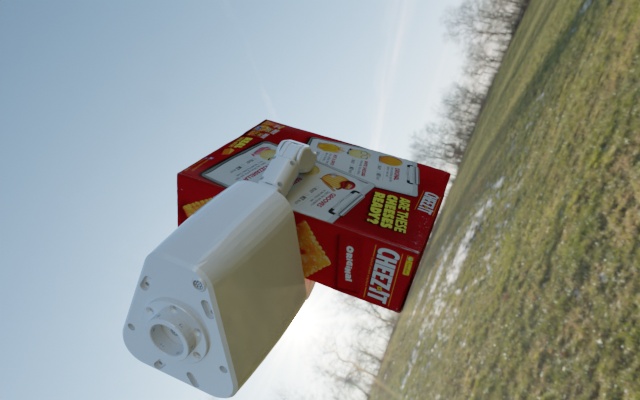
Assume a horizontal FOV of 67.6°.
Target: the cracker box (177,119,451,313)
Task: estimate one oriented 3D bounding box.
[{"bbox_3d":[0.000,0.001,0.457,0.213,0.072,0.164,19,31,15],"label":"cracker box"}]
